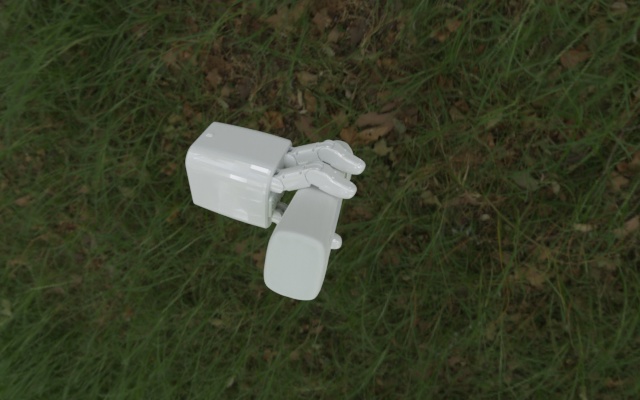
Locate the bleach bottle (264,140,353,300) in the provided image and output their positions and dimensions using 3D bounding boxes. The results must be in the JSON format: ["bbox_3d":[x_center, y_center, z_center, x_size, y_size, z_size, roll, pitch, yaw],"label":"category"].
[{"bbox_3d":[0.000,0.002,0.615,0.068,0.103,0.250,16,38,5],"label":"bleach bottle"}]
